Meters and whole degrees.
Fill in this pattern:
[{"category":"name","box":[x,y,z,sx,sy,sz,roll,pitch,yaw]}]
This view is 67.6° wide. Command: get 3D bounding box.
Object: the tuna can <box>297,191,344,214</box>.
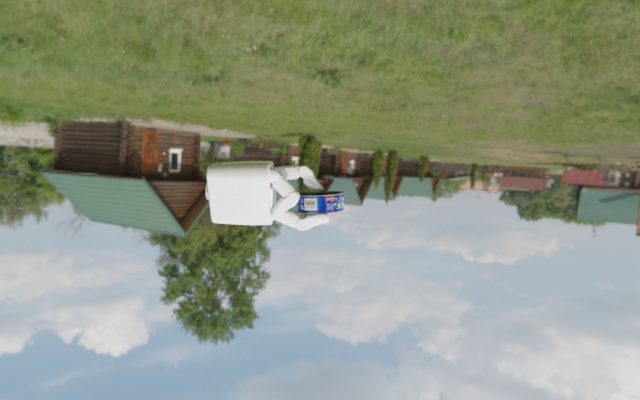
[{"category":"tuna can","box":[0.000,0.003,0.871,0.086,0.034,0.086,-3,5,0]}]
